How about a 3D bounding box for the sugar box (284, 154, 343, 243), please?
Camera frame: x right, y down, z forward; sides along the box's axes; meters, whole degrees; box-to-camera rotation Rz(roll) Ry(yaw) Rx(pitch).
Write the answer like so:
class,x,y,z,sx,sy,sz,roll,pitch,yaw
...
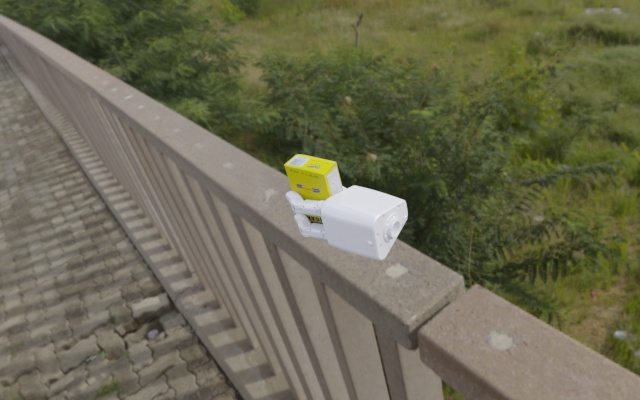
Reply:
class,x,y,z,sx,sy,sz,roll,pitch,yaw
sugar box,0.000,0.003,0.879,0.093,0.176,0.048,16,45,36
